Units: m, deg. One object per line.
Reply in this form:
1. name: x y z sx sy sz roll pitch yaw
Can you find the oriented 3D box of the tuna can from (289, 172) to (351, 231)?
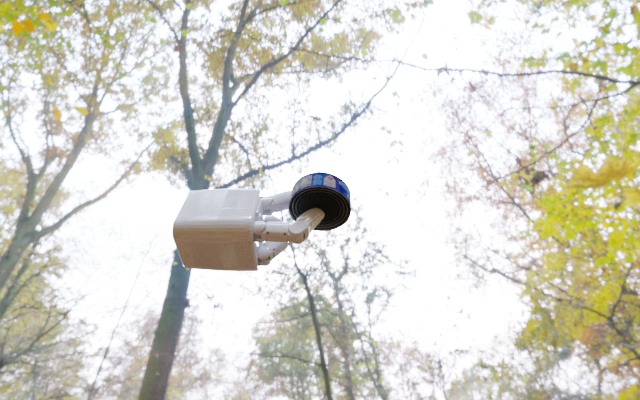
1. tuna can: 0.000 0.002 0.662 0.086 0.086 0.033 0 44 5
